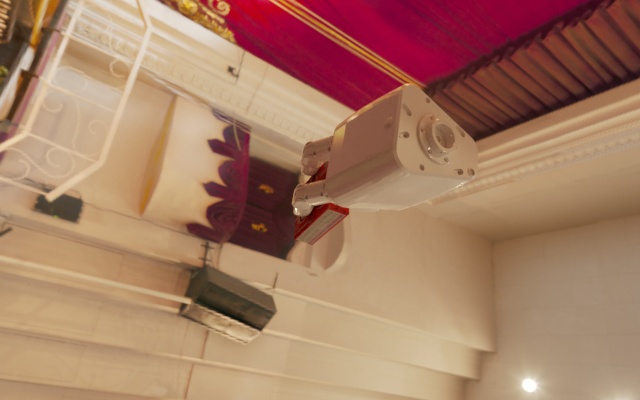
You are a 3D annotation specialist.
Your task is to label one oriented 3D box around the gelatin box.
[{"bbox_3d":[0.000,0.002,0.580,0.030,0.073,0.089,18,-37,-23],"label":"gelatin box"}]
